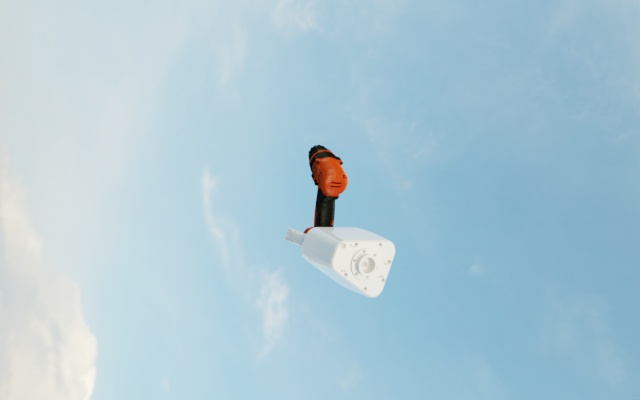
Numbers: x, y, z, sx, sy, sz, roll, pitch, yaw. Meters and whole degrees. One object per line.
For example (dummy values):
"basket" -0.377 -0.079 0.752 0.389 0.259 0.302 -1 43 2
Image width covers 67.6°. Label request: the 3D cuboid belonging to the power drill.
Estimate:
"power drill" 0.000 0.003 0.868 0.057 0.188 0.184 2 22 -10
